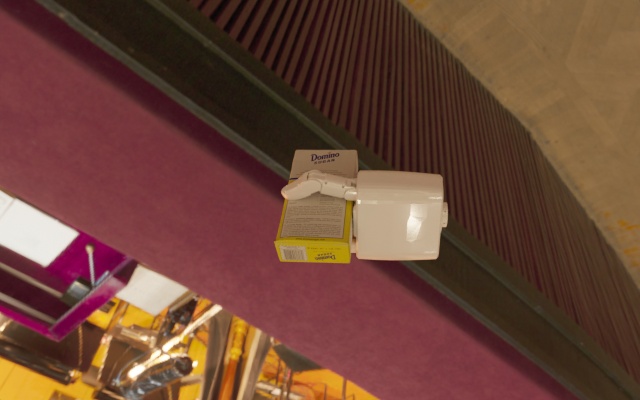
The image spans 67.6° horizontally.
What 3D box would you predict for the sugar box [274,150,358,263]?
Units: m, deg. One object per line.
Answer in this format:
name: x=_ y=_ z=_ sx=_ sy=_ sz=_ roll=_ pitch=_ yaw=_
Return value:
sugar box: x=0.000 y=0.003 z=0.645 sx=0.093 sy=0.048 sz=0.176 roll=1 pitch=43 yaw=9
